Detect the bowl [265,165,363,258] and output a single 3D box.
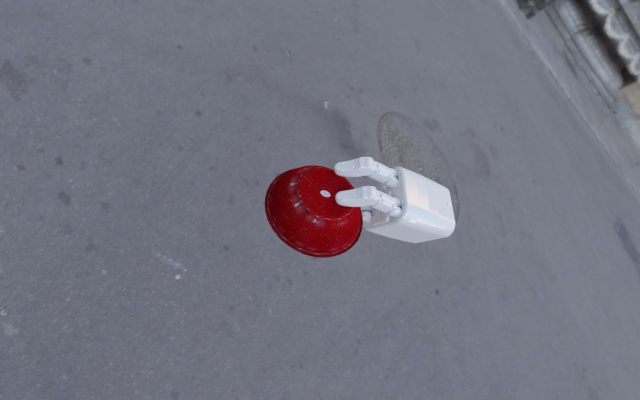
[{"bbox_3d":[-0.001,0.002,0.720,0.162,0.162,0.055,0,-31,-23],"label":"bowl"}]
